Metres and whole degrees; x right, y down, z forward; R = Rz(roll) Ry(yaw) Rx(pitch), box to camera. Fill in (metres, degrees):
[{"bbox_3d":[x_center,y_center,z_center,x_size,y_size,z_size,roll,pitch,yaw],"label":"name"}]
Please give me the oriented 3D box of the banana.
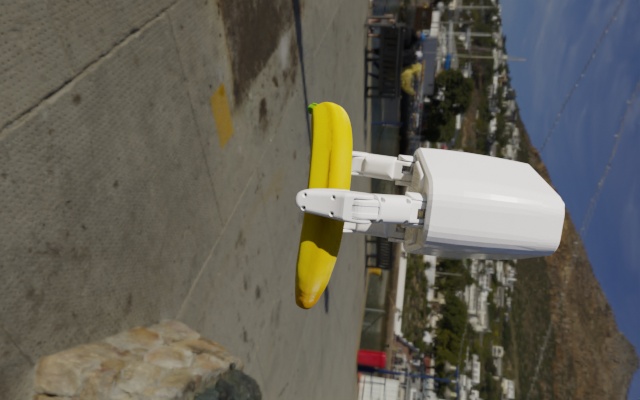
[{"bbox_3d":[0.004,-0.007,0.414,0.037,0.197,0.070,7,-17,-9],"label":"banana"}]
